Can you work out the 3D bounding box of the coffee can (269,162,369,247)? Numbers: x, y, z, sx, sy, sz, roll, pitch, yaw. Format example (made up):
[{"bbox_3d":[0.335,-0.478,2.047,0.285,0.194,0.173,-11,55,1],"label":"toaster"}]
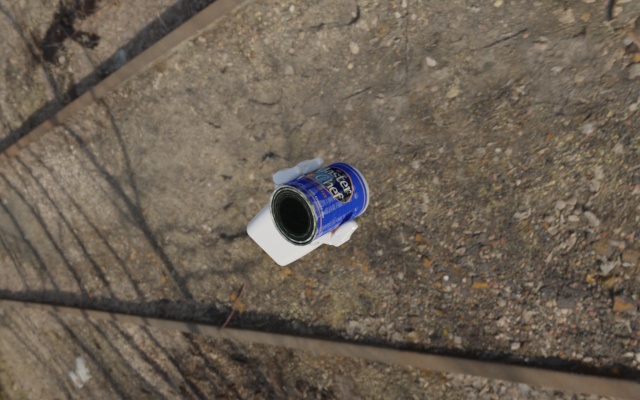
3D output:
[{"bbox_3d":[0.000,0.003,0.793,0.103,0.103,0.140,0,19,42],"label":"coffee can"}]
